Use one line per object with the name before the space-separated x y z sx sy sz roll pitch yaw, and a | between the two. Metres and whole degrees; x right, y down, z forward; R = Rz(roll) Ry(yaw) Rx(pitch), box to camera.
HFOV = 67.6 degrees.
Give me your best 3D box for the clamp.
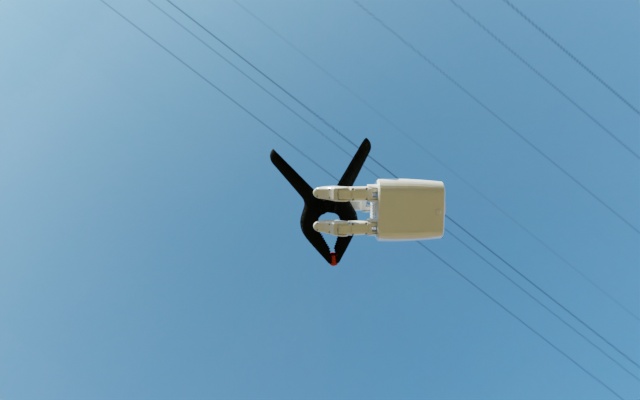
clamp | 0.000 0.003 0.788 0.164 0.210 0.036 0 7 0
